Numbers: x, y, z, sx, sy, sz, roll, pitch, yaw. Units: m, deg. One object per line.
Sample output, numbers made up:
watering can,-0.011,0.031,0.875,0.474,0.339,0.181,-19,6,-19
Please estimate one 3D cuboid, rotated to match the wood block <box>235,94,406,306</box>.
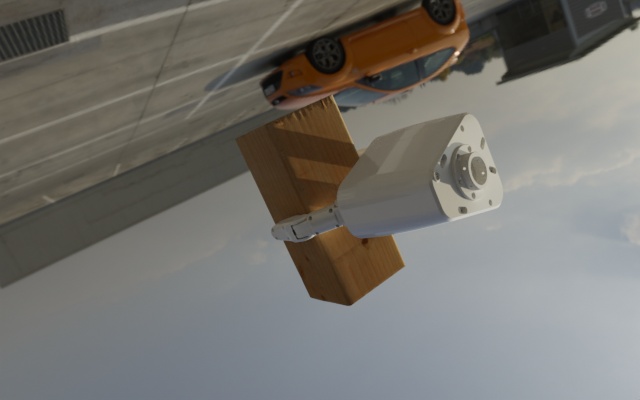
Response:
wood block,0.000,0.002,0.535,0.091,0.206,0.090,-30,11,-28
